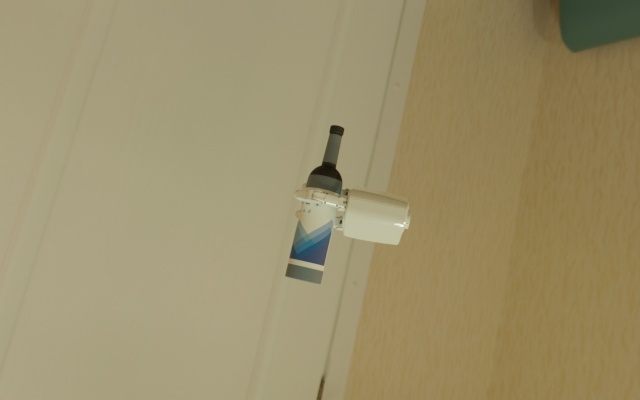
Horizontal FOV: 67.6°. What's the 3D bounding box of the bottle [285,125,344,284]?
[{"bbox_3d":[0.000,0.003,0.886,0.069,0.295,0.069,13,-9,2],"label":"bottle"}]
